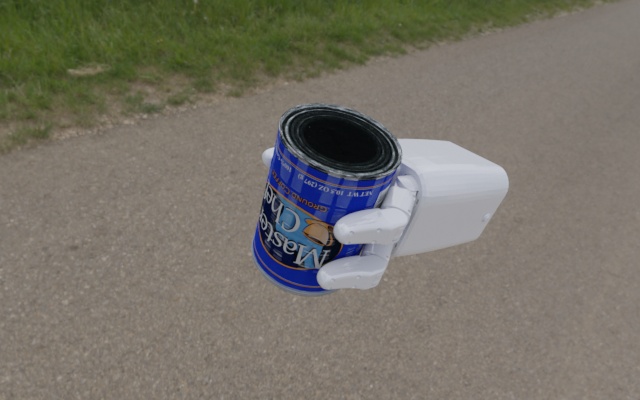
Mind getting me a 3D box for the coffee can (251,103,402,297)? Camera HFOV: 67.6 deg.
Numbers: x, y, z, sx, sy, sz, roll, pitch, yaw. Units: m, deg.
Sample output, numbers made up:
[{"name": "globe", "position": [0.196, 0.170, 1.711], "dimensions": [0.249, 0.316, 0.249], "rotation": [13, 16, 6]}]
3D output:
[{"name": "coffee can", "position": [0.000, 0.001, 0.423], "dimensions": [0.103, 0.140, 0.102], "rotation": [11, 39, -9]}]
